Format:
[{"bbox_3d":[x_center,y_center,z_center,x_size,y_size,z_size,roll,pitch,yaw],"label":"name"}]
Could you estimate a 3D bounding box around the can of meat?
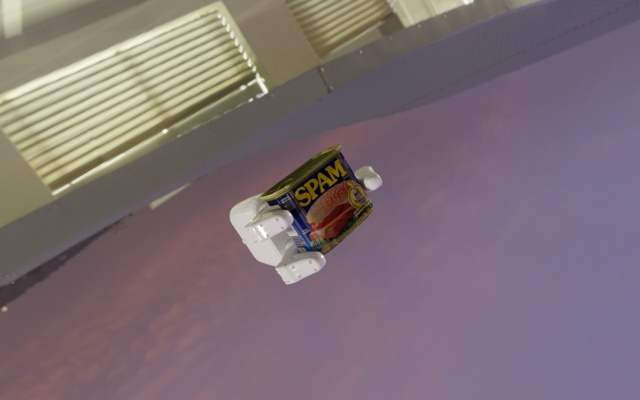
[{"bbox_3d":[0.000,0.002,0.523,0.102,0.084,0.057,-39,13,-28],"label":"can of meat"}]
